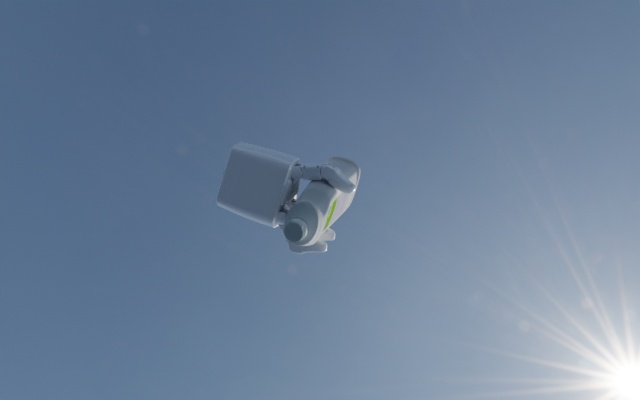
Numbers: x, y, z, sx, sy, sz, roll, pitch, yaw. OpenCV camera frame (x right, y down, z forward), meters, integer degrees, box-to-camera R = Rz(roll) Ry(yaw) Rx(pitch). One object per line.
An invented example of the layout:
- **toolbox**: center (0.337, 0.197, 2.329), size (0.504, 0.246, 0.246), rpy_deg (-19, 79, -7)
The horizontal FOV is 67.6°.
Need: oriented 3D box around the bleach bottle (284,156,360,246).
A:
- **bleach bottle**: center (0.000, 0.003, 0.764), size (0.068, 0.103, 0.250), rpy_deg (18, 20, 11)
